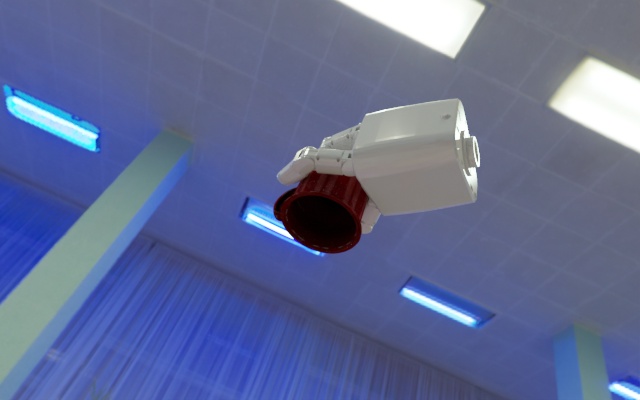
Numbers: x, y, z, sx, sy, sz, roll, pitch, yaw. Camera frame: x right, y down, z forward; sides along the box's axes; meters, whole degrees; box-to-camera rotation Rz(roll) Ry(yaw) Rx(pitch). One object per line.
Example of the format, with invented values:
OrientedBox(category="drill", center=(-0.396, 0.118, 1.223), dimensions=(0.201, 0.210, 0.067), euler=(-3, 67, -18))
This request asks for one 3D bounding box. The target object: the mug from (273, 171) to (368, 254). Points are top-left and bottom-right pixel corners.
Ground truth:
OrientedBox(category="mug", center=(-0.001, 0.002, 0.558), dimensions=(0.117, 0.093, 0.081), euler=(-6, 38, 26))
